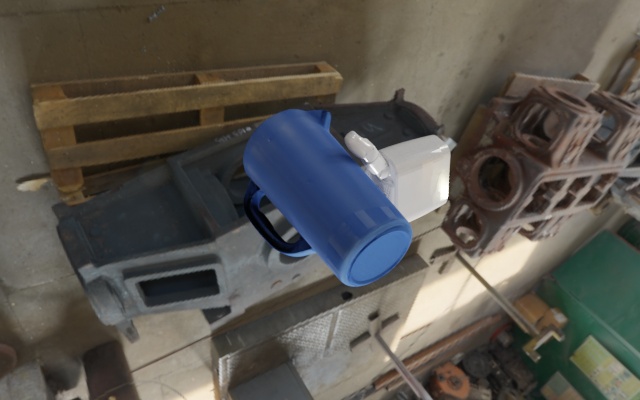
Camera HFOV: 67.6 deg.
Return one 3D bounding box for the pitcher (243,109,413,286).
[{"bbox_3d":[0.000,0.002,0.636,0.145,0.149,0.242,-18,48,-27],"label":"pitcher"}]
